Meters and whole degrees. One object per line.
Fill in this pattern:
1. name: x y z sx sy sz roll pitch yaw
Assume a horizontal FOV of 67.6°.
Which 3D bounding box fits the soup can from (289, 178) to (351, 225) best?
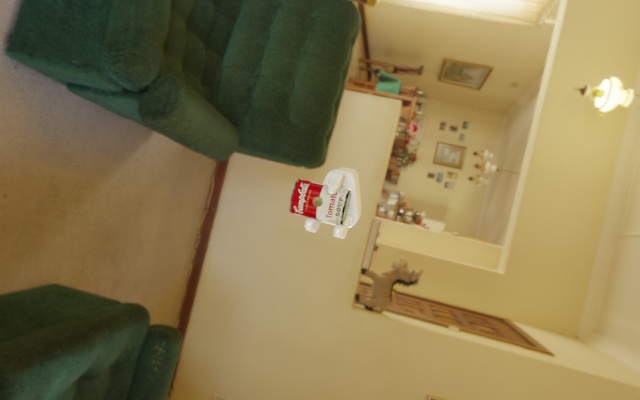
1. soup can: 0.000 0.003 0.888 0.102 0.068 0.068 13 2 9
